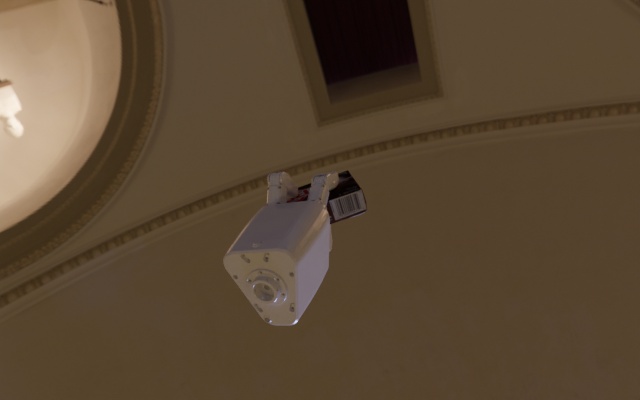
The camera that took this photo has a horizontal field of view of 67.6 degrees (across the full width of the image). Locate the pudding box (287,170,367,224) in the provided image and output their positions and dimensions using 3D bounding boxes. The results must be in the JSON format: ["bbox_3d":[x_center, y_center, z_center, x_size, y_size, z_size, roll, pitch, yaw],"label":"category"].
[{"bbox_3d":[0.000,0.002,0.668,0.113,0.039,0.090,-17,23,-3],"label":"pudding box"}]
